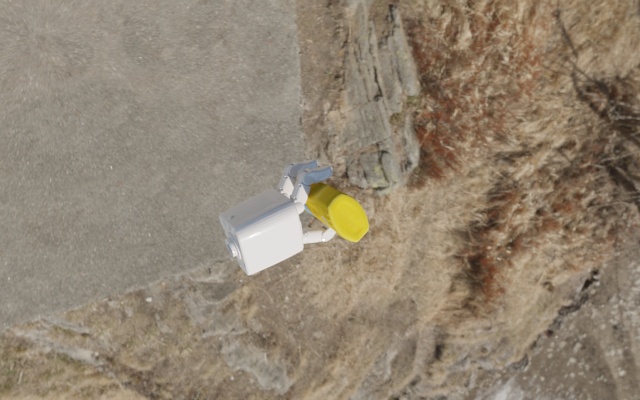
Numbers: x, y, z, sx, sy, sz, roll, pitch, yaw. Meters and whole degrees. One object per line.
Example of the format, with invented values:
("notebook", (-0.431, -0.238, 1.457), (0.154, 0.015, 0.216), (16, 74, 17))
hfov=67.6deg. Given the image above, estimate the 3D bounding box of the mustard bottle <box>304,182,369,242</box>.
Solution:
("mustard bottle", (0.001, 0.003, 0.825), (0.096, 0.058, 0.191), (48, -10, -33))
